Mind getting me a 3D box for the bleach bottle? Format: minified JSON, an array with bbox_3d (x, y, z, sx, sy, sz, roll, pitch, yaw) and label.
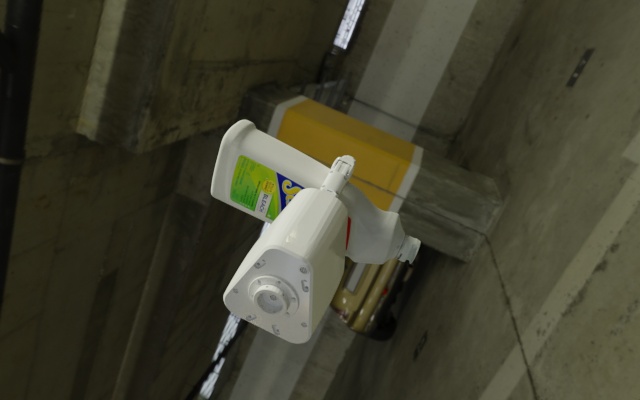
[{"bbox_3d":[0.000,0.002,0.562,0.251,0.103,0.068,25,33,5],"label":"bleach bottle"}]
